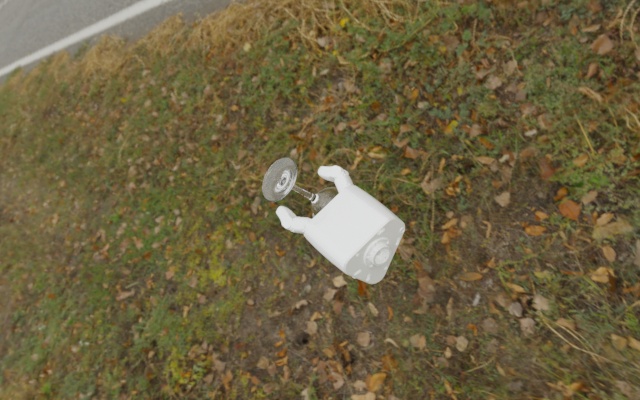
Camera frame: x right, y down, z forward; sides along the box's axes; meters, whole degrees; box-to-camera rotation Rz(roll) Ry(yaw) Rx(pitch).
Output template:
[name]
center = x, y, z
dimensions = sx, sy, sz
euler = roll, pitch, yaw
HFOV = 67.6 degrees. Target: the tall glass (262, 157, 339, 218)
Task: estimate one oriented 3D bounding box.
[tall glass]
center = 0.000, 0.002, 0.805
dimensions = 0.079, 0.079, 0.201
euler = 0, -21, 44
